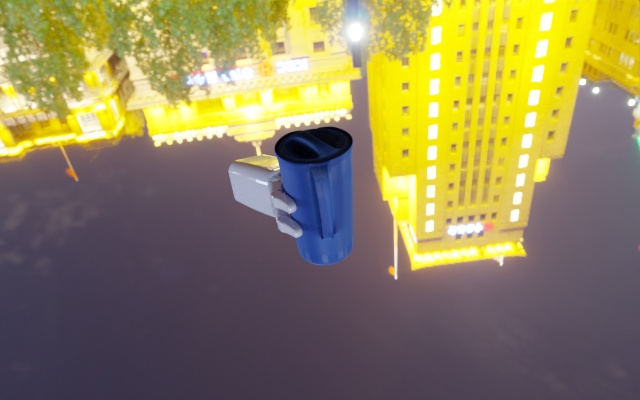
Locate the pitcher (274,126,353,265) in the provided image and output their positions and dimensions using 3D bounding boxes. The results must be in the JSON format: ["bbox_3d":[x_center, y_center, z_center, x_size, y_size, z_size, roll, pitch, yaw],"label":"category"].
[{"bbox_3d":[0.000,0.003,0.860,0.145,0.243,0.149,18,42,32],"label":"pitcher"}]
